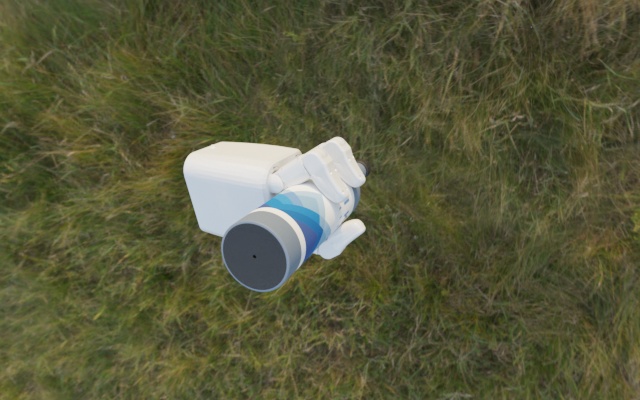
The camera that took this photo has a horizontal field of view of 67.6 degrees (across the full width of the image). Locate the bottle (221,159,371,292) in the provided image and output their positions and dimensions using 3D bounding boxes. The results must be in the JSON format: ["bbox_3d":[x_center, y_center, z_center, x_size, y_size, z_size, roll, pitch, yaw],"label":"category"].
[{"bbox_3d":[0.000,0.002,0.531,0.069,0.069,0.295,0,18,24],"label":"bottle"}]
